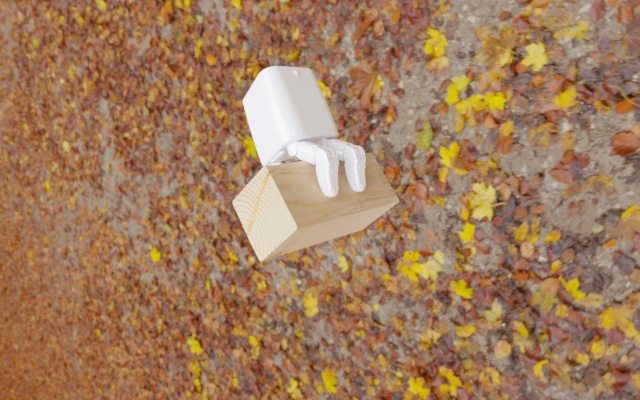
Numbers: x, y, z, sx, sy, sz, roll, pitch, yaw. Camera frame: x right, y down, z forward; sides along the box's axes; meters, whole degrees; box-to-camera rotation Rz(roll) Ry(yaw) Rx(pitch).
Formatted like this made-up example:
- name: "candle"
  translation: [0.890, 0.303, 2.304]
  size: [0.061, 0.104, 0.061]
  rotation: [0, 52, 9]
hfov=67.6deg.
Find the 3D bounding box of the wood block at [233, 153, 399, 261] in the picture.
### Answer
- name: "wood block"
  translation: [0.000, 0.002, 0.650]
  size: [0.206, 0.090, 0.091]
  rotation: [-12, -22, -46]
